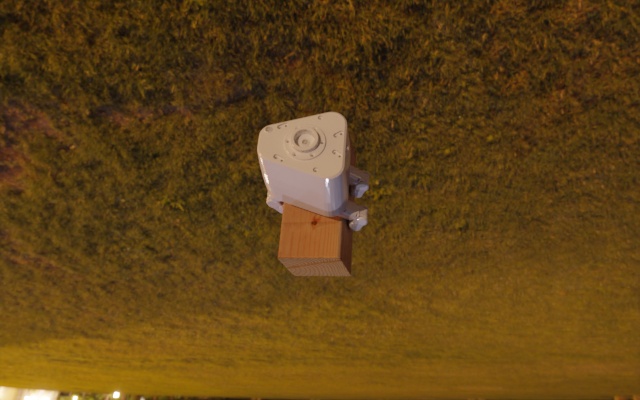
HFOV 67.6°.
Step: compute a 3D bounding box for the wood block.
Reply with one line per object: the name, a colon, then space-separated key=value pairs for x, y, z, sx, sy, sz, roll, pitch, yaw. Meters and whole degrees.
wood block: x=0.000 y=0.002 z=0.723 sx=0.091 sy=0.206 sz=0.090 roll=-2 pitch=-25 yaw=14
